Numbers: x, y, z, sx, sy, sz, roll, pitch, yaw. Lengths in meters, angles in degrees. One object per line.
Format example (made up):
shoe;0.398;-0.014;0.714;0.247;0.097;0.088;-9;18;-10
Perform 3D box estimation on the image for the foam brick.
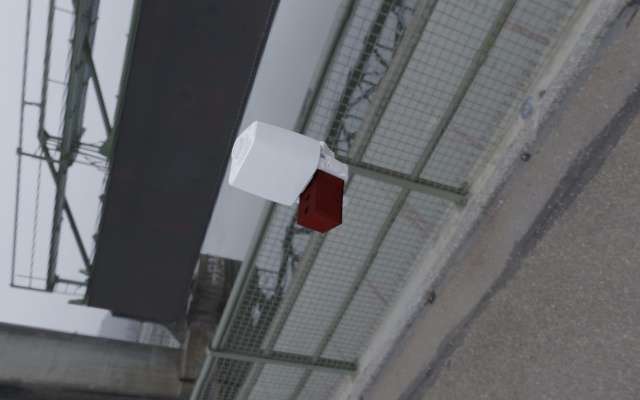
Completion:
foam brick;0.000;0.003;0.738;0.051;0.078;0.053;21;-34;-28
